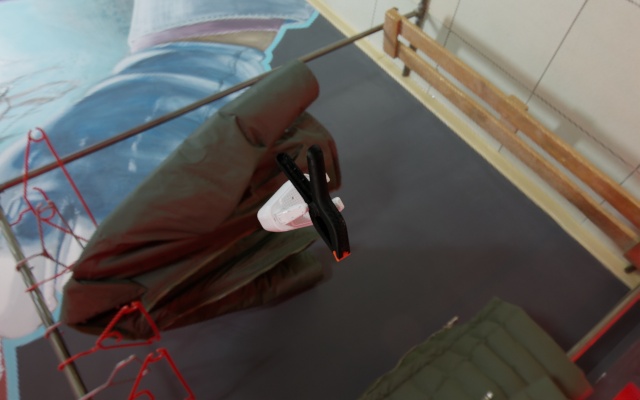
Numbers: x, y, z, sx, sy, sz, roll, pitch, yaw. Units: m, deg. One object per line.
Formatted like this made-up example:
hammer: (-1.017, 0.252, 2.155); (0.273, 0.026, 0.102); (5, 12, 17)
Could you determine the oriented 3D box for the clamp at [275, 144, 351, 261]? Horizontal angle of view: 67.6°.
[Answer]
clamp: (0.000, 0.003, 0.786); (0.036, 0.210, 0.164); (-29, 5, -19)
